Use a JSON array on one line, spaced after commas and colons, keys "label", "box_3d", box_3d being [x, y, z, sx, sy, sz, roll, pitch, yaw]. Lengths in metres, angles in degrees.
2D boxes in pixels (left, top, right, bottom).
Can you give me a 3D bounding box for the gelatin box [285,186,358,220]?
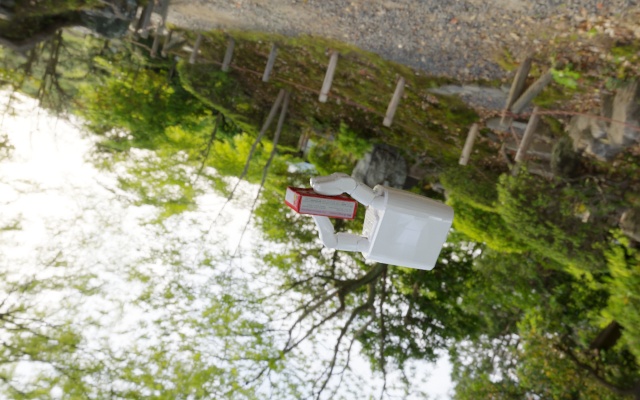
[{"label": "gelatin box", "box_3d": [0.000, 0.003, 0.698, 0.089, 0.030, 0.073, 6, 9, -19]}]
